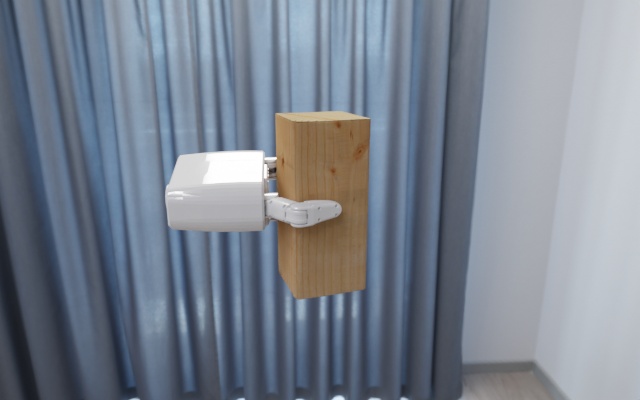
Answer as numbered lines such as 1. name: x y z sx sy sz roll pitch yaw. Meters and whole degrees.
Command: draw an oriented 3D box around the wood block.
1. wood block: 0.000 0.002 0.576 0.090 0.206 0.090 -5 17 -18
